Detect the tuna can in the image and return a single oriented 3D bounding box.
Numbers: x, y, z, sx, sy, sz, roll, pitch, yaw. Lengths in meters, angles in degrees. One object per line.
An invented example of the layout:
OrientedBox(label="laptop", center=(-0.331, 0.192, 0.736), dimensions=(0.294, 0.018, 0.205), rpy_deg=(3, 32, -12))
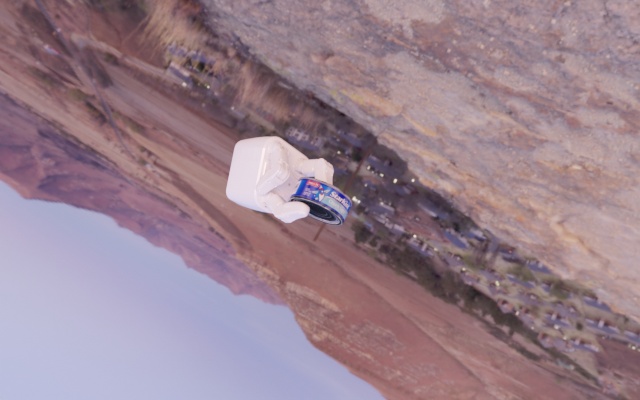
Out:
OrientedBox(label="tuna can", center=(0.000, 0.003, 0.685), dimensions=(0.086, 0.033, 0.086), rpy_deg=(23, -17, 7))
